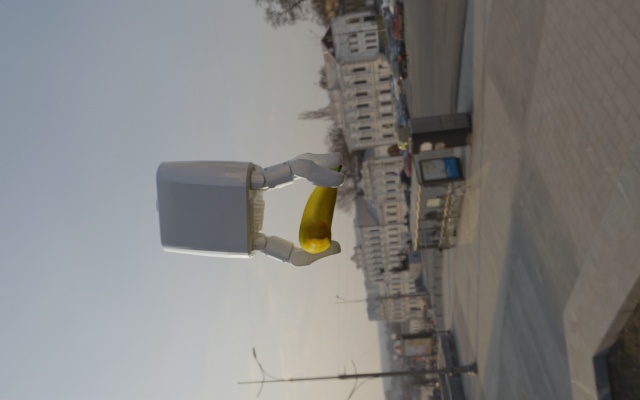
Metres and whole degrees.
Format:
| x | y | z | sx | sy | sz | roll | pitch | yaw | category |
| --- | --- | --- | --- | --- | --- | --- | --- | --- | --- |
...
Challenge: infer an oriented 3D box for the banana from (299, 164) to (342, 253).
| x | y | z | sx | sy | sz | roll | pitch | yaw | category |
| --- | --- | --- | --- | --- | --- | --- | --- | --- | --- |
| -0.003 | 0.017 | 0.539 | 0.037 | 0.070 | 0.197 | 11 | 24 | 1 | banana |
